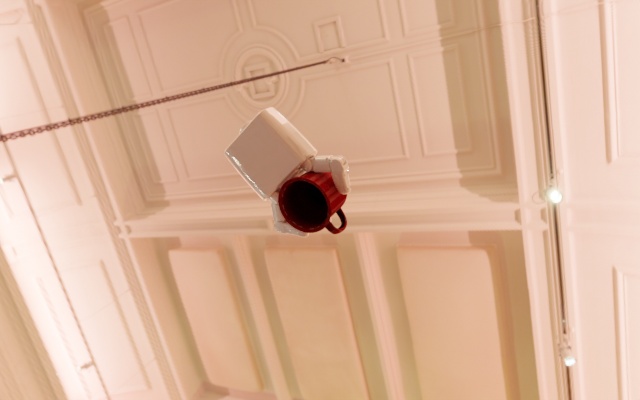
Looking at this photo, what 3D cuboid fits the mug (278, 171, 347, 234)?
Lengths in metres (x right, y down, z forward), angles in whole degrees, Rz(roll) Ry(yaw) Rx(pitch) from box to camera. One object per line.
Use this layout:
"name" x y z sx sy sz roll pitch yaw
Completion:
"mug" 0.001 0.003 0.767 0.093 0.117 0.081 -44 -3 35
